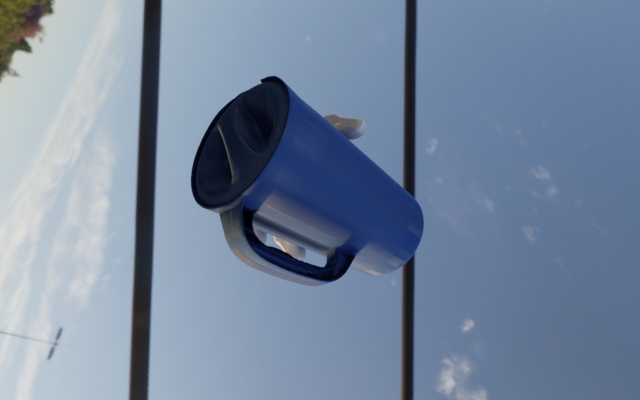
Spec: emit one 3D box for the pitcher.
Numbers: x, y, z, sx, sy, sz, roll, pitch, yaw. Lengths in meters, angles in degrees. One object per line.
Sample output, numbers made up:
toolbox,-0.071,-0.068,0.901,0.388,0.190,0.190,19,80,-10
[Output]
pitcher,0.000,0.001,0.490,0.243,0.149,0.145,31,3,-39
